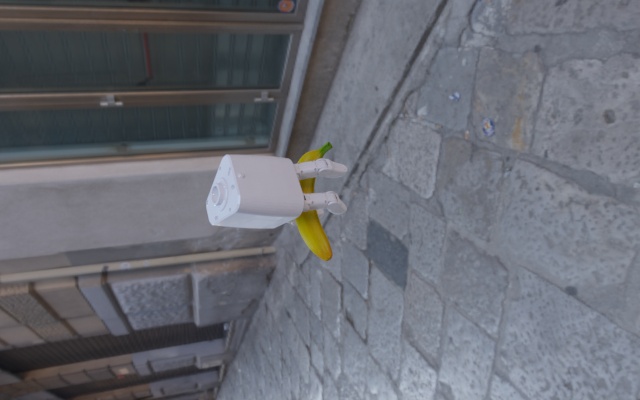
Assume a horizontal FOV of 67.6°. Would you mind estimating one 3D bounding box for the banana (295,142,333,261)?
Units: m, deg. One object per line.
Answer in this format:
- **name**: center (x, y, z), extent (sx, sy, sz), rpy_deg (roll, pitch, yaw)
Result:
- **banana**: center (-0.015, 0.002, 0.780), extent (0.069, 0.197, 0.037), rpy_deg (-9, -14, 33)
